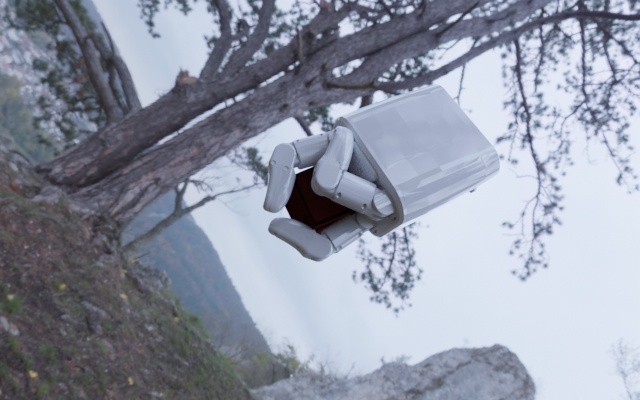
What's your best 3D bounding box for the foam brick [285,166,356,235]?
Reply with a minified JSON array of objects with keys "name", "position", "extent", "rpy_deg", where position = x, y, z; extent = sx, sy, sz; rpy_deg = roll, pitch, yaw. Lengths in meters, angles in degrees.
[{"name":"foam brick","position":[0.000,0.002,0.456],"extent":[0.051,0.053,0.078],"rpy_deg":[-24,-9,-16]}]
